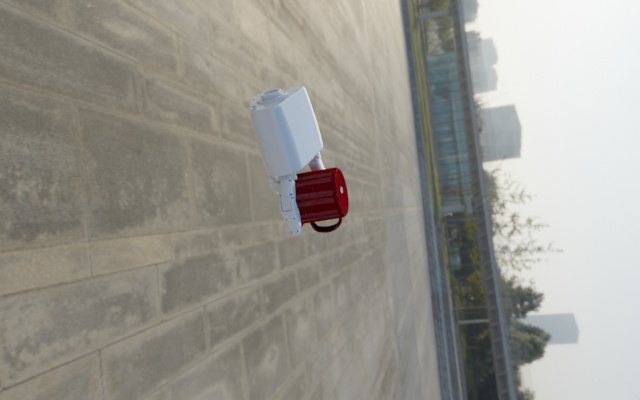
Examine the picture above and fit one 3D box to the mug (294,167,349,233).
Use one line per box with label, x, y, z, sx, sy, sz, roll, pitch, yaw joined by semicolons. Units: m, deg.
mug;0.001;0.004;0.774;0.081;0.117;0.093;-9;27;15
